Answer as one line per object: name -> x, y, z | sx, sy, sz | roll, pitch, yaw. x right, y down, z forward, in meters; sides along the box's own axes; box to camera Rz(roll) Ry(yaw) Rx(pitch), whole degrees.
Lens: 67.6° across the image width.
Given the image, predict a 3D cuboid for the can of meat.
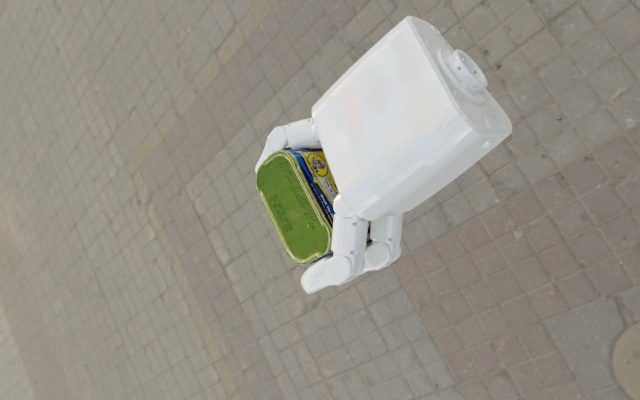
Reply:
can of meat -> 0.000, 0.001, 0.423 | 0.057, 0.102, 0.084 | -37, -16, 36
